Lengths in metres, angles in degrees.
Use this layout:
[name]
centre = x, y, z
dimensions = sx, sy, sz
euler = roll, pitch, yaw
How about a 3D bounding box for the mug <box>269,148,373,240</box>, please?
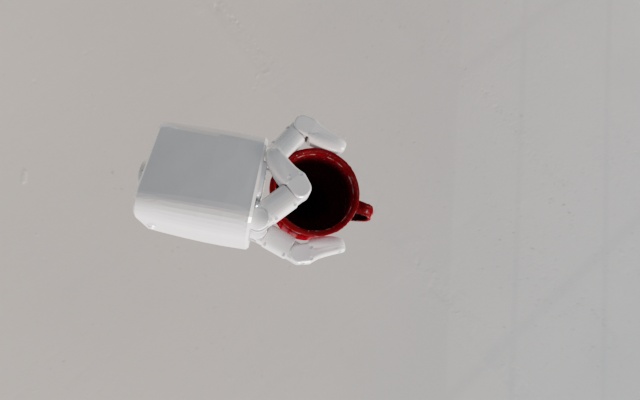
[mug]
centre = 0.001, 0.002, 0.524
dimensions = 0.117, 0.093, 0.081
euler = 12, -14, -6
